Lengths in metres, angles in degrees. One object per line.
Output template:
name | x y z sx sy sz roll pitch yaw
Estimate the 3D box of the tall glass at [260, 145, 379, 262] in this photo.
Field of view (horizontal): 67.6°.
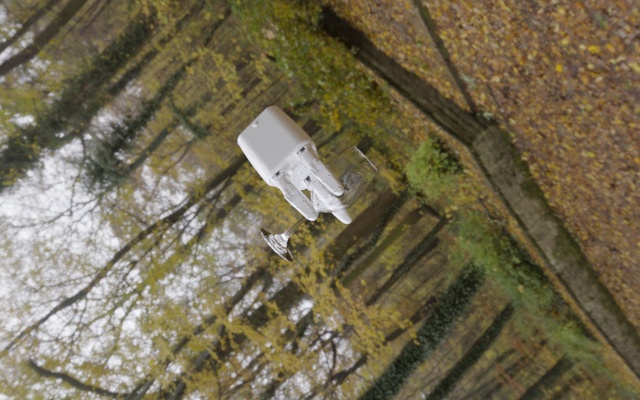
tall glass | 0.000 0.003 0.761 0.201 0.079 0.079 -44 -5 5
